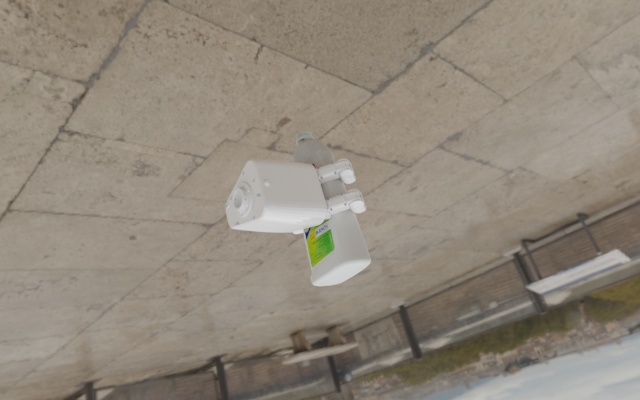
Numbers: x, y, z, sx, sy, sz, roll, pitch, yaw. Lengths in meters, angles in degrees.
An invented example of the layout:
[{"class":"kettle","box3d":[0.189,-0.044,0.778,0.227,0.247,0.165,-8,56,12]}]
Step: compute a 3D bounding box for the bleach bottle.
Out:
[{"class":"bleach bottle","box3d":[0.000,0.003,0.772,0.068,0.250,0.103,3,-31,-38]}]
